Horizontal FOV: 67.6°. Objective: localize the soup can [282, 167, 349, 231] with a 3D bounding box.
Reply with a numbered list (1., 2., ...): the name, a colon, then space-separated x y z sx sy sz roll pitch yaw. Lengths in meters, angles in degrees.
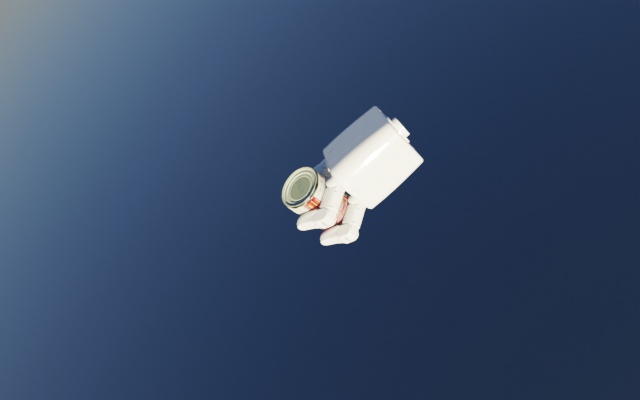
1. soup can: 0.000 0.002 0.710 0.068 0.068 0.102 0 -26 42
